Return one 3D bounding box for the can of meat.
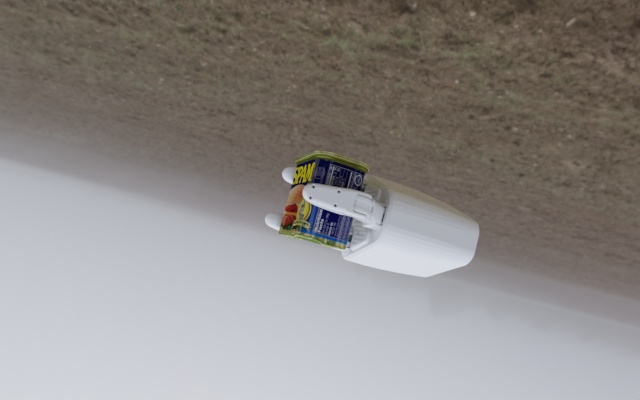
[{"bbox_3d":[0.000,0.002,0.483,0.057,0.084,0.102,17,-7,-18],"label":"can of meat"}]
